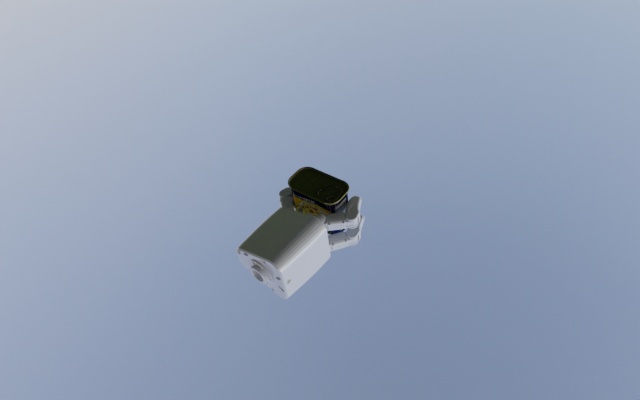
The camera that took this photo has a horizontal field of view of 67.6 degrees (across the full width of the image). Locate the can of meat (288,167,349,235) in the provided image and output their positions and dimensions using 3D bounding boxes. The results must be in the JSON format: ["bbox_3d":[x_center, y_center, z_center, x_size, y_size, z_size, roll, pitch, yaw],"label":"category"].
[{"bbox_3d":[0.000,0.003,0.802,0.102,0.084,0.057,25,53,28],"label":"can of meat"}]
